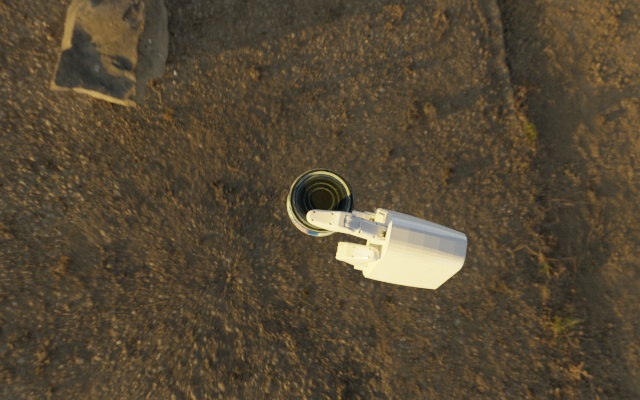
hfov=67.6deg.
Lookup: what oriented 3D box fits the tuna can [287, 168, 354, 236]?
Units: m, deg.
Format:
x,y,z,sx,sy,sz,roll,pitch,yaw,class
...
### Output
x,y,z,sx,sy,sz,roll,pitch,yaw,class
0.000,0.002,0.615,0.086,0.086,0.034,0,-10,-5,tuna can
